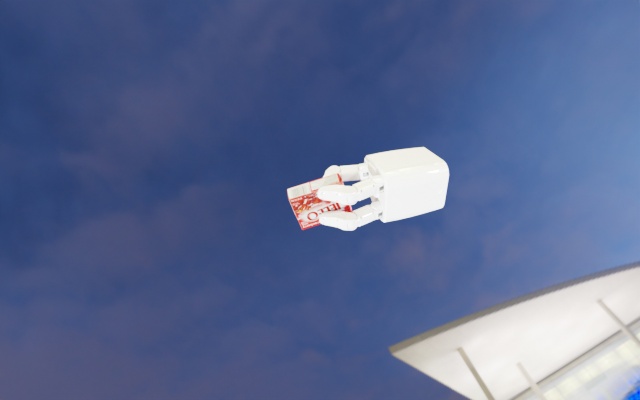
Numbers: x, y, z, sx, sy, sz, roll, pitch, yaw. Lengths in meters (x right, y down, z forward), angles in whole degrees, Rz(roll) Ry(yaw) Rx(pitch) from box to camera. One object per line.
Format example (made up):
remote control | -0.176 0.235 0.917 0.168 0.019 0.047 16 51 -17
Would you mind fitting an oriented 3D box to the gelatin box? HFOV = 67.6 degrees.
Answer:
gelatin box | 0.000 0.002 0.767 0.089 0.073 0.030 -17 43 4
